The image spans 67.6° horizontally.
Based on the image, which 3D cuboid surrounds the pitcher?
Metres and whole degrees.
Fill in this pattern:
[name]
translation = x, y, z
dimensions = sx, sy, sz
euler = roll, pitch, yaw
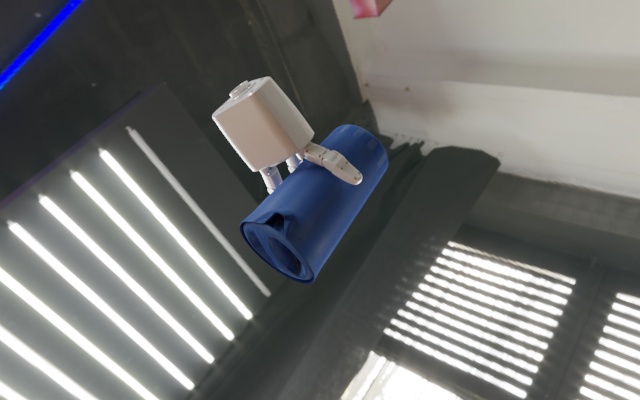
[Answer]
[pitcher]
translation = 0.000, 0.002, 0.740
dimensions = 0.149, 0.145, 0.242
euler = -6, 39, 55
